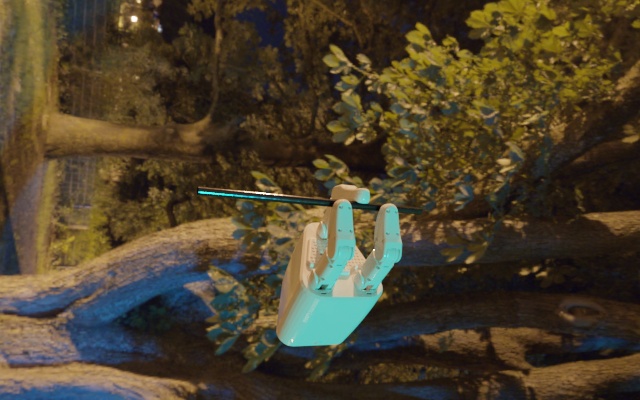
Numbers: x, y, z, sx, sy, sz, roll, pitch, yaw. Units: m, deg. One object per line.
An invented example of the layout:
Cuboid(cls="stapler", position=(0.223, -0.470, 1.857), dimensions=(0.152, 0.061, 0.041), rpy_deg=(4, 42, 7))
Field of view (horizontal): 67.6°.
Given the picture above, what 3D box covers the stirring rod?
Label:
Cuboid(cls="stirring rod", position=(0.000, 0.002, 0.474), dimensions=(0.239, 0.011, 0.011), rpy_deg=(5, -2, -24))
